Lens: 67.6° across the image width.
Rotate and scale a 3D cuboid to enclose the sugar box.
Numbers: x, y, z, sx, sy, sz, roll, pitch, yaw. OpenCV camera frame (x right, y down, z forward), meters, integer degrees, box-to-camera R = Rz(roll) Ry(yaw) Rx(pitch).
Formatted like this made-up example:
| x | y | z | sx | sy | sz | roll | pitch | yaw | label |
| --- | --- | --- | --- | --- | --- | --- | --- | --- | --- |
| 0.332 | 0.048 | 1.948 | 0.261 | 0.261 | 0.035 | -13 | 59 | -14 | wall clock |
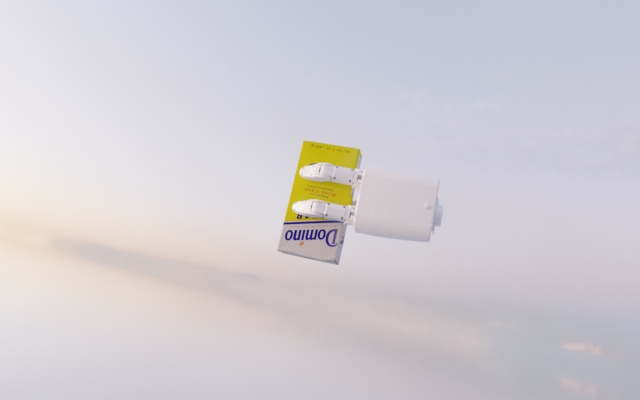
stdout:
| x | y | z | sx | sy | sz | roll | pitch | yaw | label |
| --- | --- | --- | --- | --- | --- | --- | --- | --- | --- |
| 0.000 | 0.002 | 0.728 | 0.093 | 0.176 | 0.048 | 10 | -13 | 13 | sugar box |
